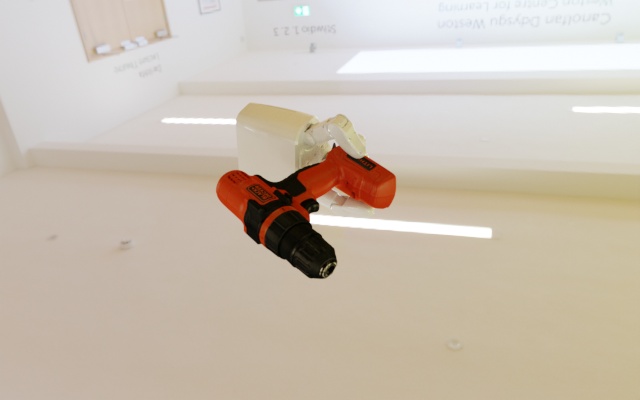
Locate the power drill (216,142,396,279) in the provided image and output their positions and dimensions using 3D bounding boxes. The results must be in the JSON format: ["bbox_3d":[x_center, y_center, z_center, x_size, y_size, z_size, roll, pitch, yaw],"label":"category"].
[{"bbox_3d":[0.000,0.002,0.554,0.187,0.057,0.184,-21,45,-37],"label":"power drill"}]
